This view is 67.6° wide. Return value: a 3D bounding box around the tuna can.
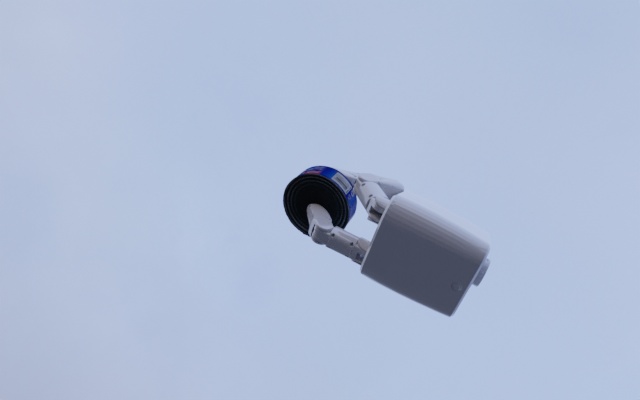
[{"bbox_3d":[0.000,0.002,0.577,0.086,0.086,0.033,0,24,26],"label":"tuna can"}]
